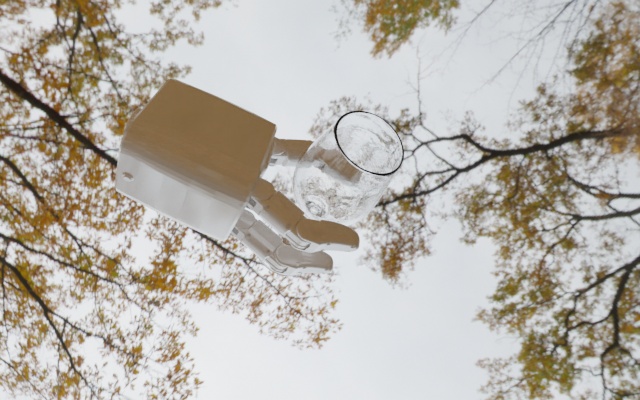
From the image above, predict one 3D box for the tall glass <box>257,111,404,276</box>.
[{"bbox_3d":[0.000,0.002,0.451,0.079,0.079,0.201,0,-28,-27],"label":"tall glass"}]
